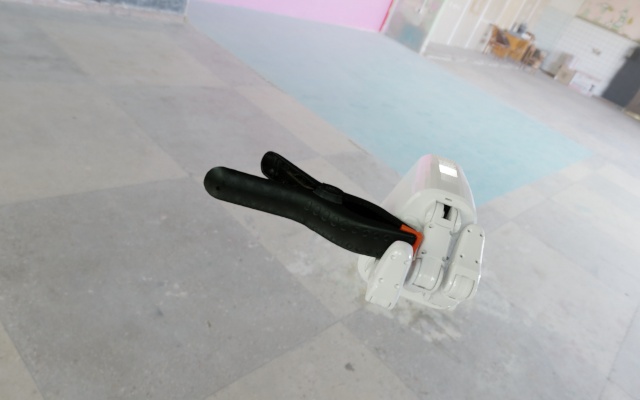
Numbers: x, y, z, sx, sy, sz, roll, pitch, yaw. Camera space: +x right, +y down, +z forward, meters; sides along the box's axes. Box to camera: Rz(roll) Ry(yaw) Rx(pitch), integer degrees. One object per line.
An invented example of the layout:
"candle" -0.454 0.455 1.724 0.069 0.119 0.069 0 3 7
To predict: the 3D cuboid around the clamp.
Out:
"clamp" 0.000 0.001 0.402 0.171 0.039 0.120 24 24 1
